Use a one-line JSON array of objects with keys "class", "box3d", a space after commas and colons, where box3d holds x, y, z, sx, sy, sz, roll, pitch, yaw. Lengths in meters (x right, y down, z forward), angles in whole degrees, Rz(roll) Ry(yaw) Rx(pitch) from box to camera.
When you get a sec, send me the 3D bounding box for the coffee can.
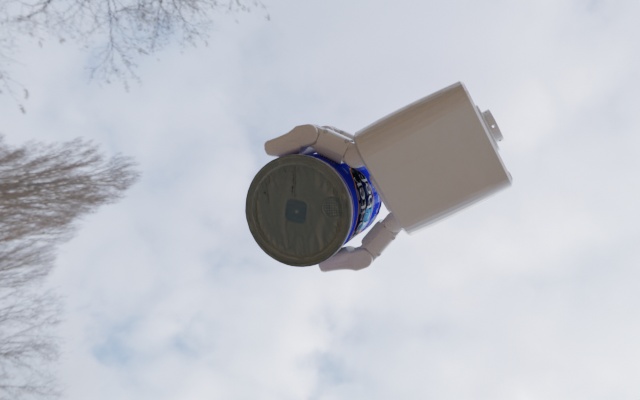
[{"class": "coffee can", "box3d": [0.000, 0.002, 0.492, 0.103, 0.103, 0.140, 0, 7, 19]}]
